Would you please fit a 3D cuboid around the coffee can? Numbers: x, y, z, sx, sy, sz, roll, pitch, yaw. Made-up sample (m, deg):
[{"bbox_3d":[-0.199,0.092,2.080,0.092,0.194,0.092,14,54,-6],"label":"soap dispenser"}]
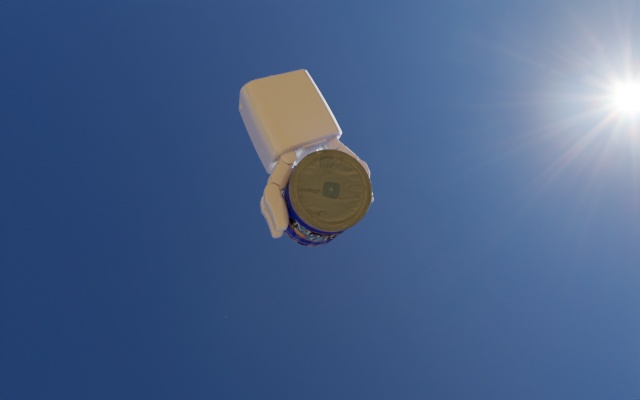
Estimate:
[{"bbox_3d":[0.000,0.002,0.641,0.103,0.102,0.140,0,-13,-11],"label":"coffee can"}]
